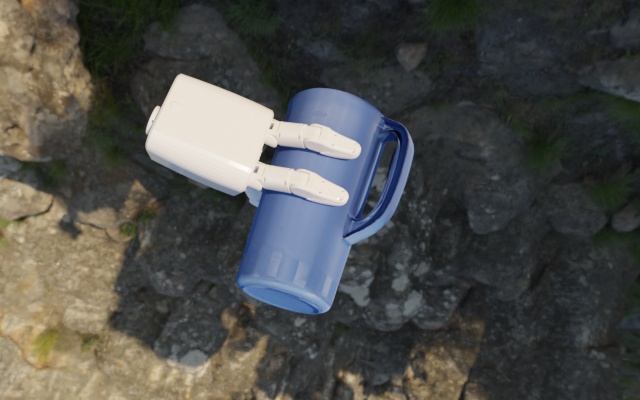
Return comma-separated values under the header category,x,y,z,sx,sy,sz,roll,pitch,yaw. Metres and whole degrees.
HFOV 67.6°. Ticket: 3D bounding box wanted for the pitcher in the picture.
category,x,y,z,sx,sy,sz,roll,pitch,yaw
pitcher,0.000,0.002,0.554,0.145,0.242,0.149,23,-23,-13
